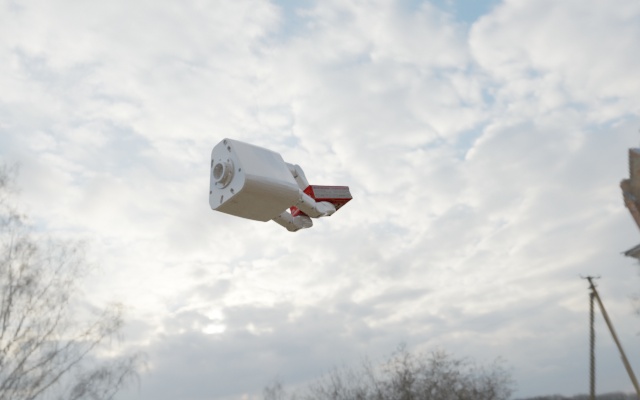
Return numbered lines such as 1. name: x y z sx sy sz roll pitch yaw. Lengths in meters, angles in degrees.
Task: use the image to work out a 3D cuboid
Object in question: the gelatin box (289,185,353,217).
1. gelatin box: 0.000 0.002 0.839 0.089 0.030 0.073 0 -27 -38
